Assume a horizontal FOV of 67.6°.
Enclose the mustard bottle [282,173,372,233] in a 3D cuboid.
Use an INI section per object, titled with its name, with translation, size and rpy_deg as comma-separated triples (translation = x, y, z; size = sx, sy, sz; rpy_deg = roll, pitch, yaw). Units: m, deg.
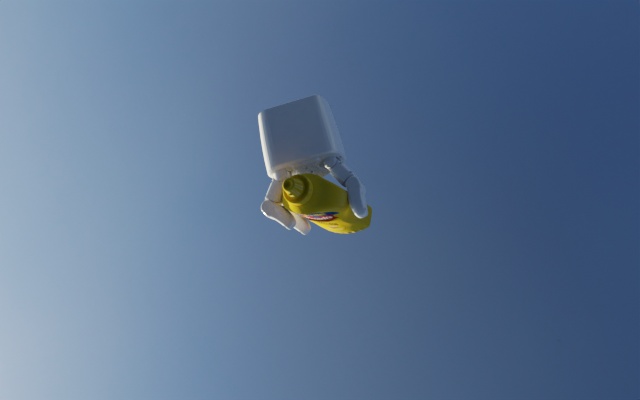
[mustard bottle]
translation = 0.000, 0.003, 0.697
size = 0.096, 0.058, 0.192
rpy_deg = 4, -13, 27
